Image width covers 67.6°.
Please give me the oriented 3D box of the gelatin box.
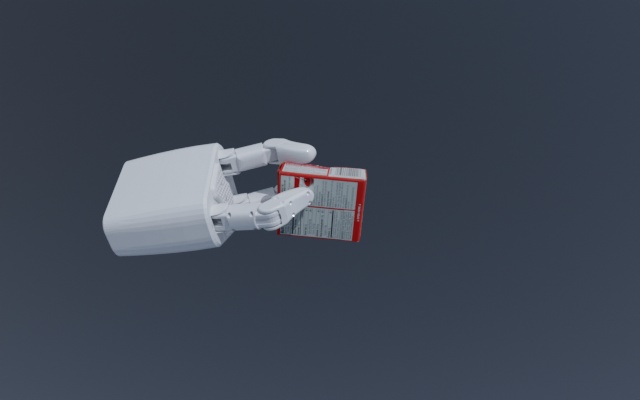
[{"bbox_3d":[0.000,0.002,0.491,0.089,0.073,0.030,5,28,4],"label":"gelatin box"}]
